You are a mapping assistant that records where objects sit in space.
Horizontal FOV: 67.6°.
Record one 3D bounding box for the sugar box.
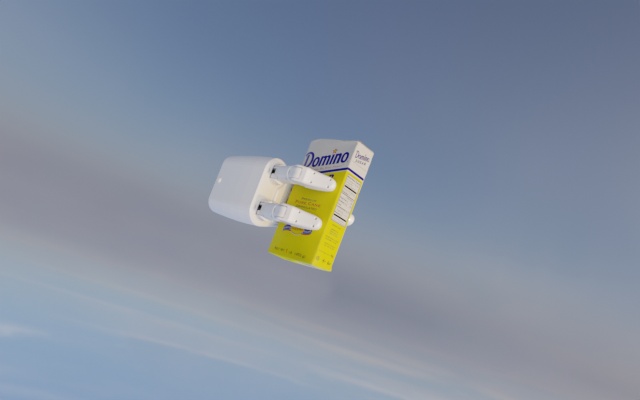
[{"bbox_3d":[0.000,0.002,0.654,0.093,0.176,0.048,9,-14,44],"label":"sugar box"}]
